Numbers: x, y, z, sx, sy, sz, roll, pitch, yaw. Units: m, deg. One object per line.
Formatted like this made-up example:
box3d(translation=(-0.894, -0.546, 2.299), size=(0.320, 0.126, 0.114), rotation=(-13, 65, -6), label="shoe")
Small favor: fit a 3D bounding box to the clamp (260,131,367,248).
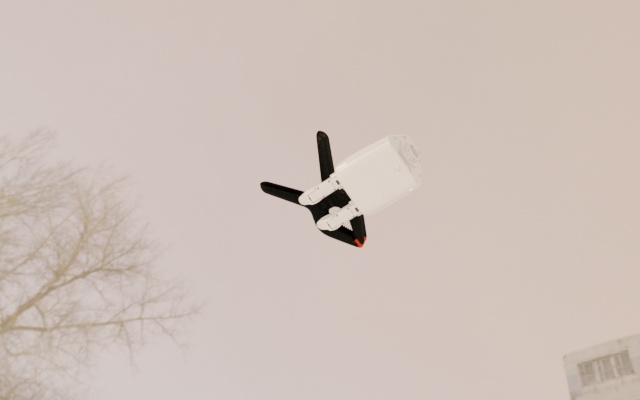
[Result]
box3d(translation=(0.001, 0.003, 0.843), size=(0.164, 0.210, 0.036), rotation=(-30, 10, 29), label="clamp")
